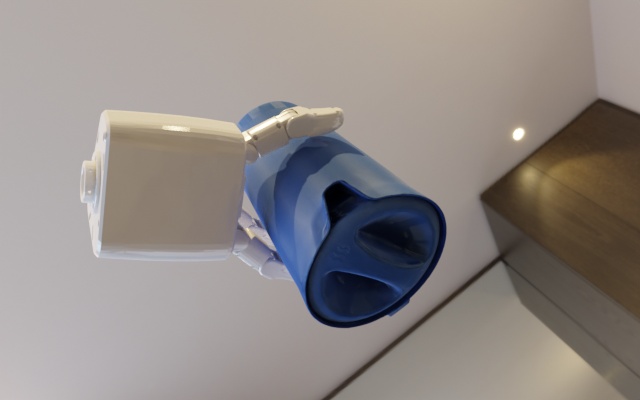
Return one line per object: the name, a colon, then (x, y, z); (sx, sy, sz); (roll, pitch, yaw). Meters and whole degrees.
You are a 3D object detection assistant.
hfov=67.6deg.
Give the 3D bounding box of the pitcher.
pitcher: (0.000, 0.001, 0.471); (0.145, 0.149, 0.242); (2, 30, -32)
